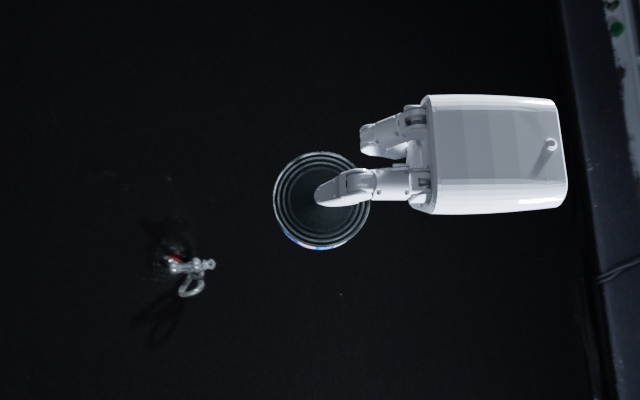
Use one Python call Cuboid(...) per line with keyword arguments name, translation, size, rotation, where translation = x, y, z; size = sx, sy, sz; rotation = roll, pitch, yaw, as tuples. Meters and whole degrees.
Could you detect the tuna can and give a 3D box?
Cuboid(name="tuna can", translation=(0.000, 0.002, 0.433), size=(0.086, 0.086, 0.034), rotation=(0, -11, -3))
